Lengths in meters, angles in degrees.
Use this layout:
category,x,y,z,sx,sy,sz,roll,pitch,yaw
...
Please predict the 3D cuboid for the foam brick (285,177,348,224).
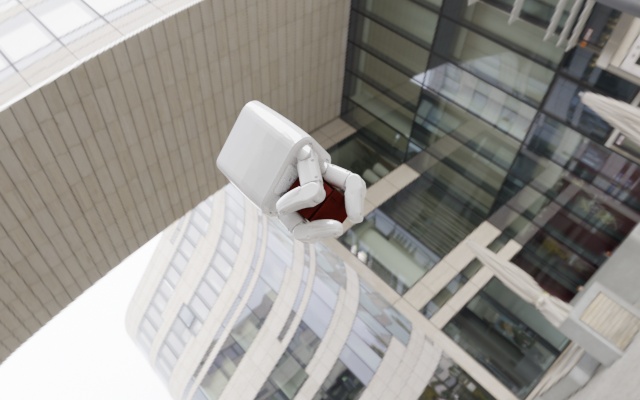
category,x,y,z,sx,sy,sz,roll,pitch,yaw
foam brick,0.000,0.002,0.607,0.051,0.053,0.078,39,1,29
